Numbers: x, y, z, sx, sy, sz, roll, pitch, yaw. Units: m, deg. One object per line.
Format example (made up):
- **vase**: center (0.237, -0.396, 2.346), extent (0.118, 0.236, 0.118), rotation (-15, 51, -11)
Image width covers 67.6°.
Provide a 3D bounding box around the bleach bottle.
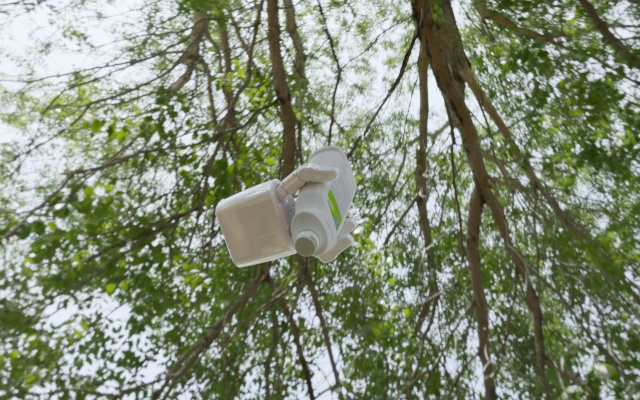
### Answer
- **bleach bottle**: center (0.000, 0.002, 0.729), extent (0.068, 0.102, 0.250), rotation (-19, 19, 19)
